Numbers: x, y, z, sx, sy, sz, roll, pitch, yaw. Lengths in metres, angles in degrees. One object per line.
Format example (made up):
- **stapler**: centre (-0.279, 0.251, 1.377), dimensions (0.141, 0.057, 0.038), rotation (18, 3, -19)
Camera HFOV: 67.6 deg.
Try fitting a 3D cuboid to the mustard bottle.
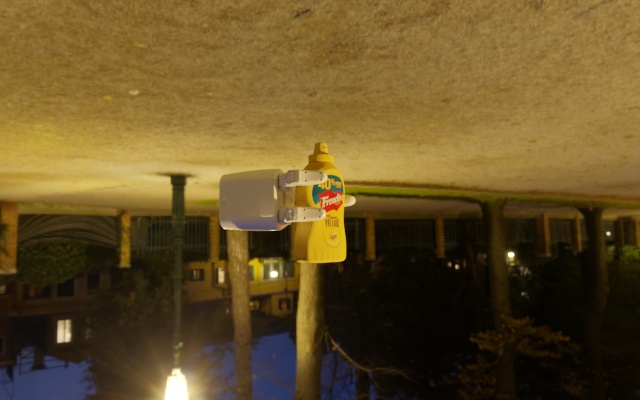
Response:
- **mustard bottle**: centre (0.000, 0.003, 0.768), dimensions (0.058, 0.191, 0.096), rotation (-4, -6, 43)
